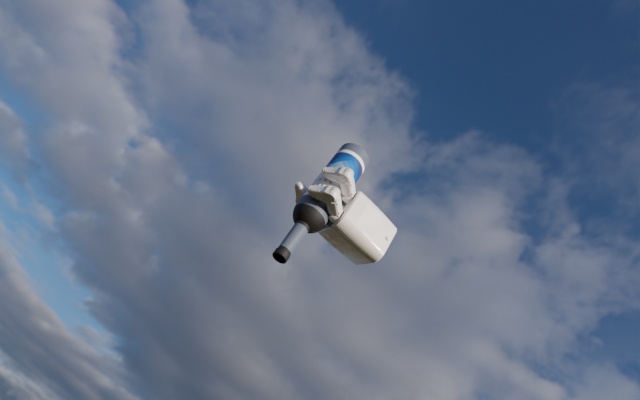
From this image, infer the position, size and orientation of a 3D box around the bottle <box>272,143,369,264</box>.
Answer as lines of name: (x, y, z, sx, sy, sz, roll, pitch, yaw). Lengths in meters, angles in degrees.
bottle: (0.000, 0.003, 0.882, 0.069, 0.069, 0.295, 0, 39, 37)
